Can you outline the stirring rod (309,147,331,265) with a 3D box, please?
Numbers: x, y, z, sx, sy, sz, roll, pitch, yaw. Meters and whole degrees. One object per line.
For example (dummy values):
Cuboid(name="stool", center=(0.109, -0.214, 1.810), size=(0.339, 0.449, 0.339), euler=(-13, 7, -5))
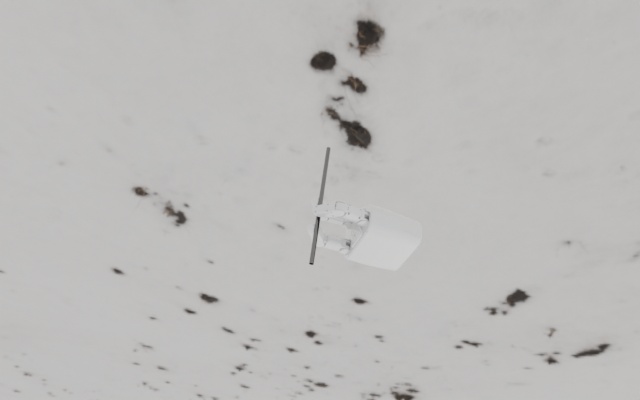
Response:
Cuboid(name="stirring rod", center=(0.000, 0.003, 0.854), size=(0.011, 0.239, 0.011), euler=(6, -30, 4))
